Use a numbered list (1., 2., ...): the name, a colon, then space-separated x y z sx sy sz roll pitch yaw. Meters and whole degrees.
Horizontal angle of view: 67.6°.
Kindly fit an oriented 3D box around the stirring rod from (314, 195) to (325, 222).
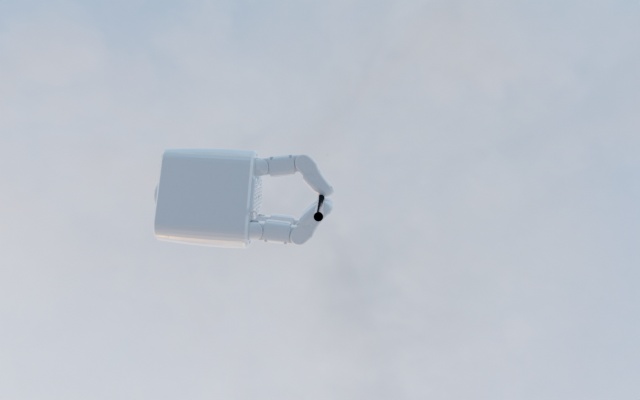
1. stirring rod: 0.000 0.002 0.505 0.011 0.011 0.239 0 5 1
